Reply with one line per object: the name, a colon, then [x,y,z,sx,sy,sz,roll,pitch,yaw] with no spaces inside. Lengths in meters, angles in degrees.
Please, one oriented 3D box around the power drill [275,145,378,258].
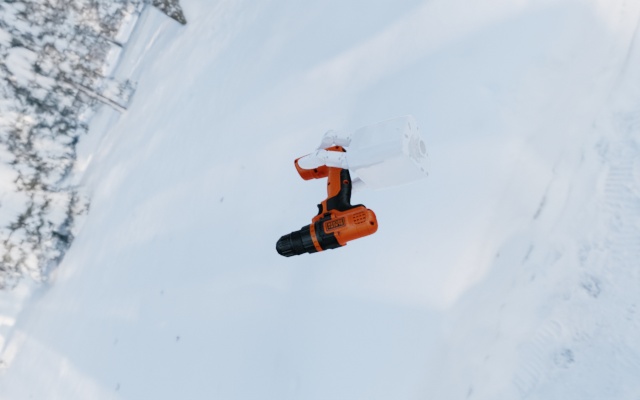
power drill: [0.000,0.002,0.854,0.184,0.187,0.057,-16,-32,12]
